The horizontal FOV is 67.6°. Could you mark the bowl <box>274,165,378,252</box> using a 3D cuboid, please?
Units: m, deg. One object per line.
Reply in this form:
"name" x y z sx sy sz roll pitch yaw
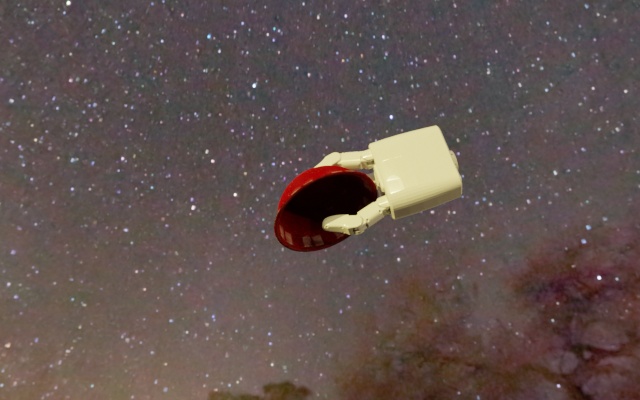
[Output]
"bowl" -0.001 0.002 0.700 0.162 0.162 0.055 0 43 -33
